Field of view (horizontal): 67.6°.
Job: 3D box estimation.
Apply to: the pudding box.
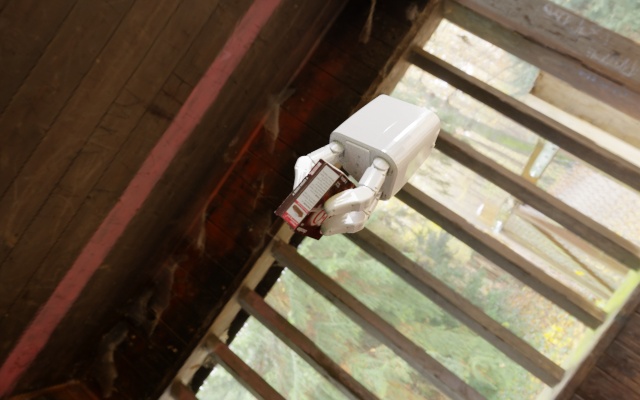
[{"bbox_3d":[0.000,0.002,0.603,0.039,0.090,0.113,41,3,21],"label":"pudding box"}]
